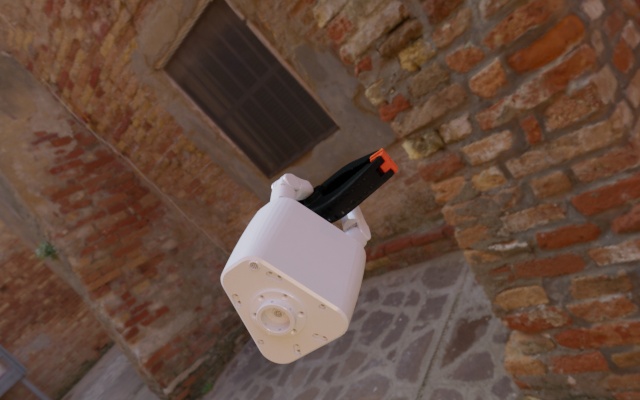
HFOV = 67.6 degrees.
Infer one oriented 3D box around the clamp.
[{"bbox_3d":[0.000,0.001,0.564,0.210,0.036,0.164,-36,16,25],"label":"clamp"}]
